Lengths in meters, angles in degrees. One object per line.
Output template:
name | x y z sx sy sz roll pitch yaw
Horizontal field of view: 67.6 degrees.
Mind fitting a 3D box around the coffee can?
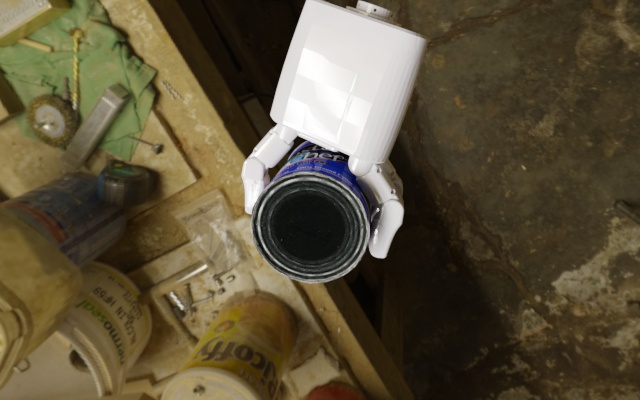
coffee can | 0.000 0.002 0.467 0.103 0.103 0.140 0 20 8
